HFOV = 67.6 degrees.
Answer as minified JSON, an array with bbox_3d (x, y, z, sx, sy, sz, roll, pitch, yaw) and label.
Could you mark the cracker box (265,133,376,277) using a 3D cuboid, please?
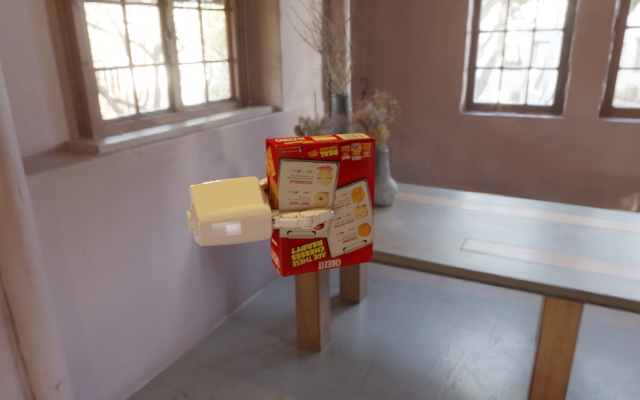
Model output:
[{"bbox_3d":[0.000,0.002,0.774,0.164,0.214,0.072,-7,20,-19],"label":"cracker box"}]
